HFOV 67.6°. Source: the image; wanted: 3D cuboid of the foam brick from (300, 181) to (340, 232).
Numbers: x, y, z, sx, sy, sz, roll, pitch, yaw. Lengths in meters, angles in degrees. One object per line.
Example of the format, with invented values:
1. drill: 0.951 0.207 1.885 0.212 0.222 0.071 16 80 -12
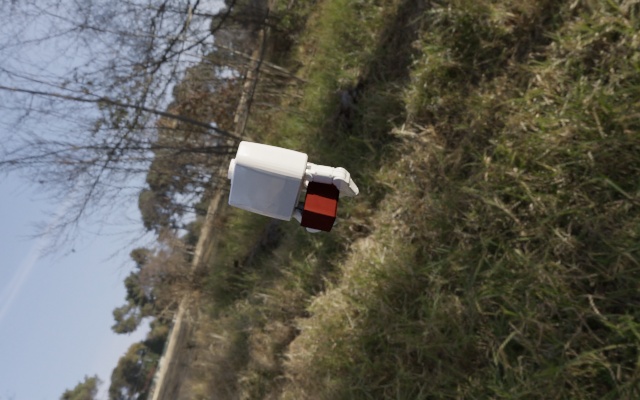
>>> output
1. foam brick: 0.000 0.003 0.766 0.051 0.078 0.053 12 -34 -4
